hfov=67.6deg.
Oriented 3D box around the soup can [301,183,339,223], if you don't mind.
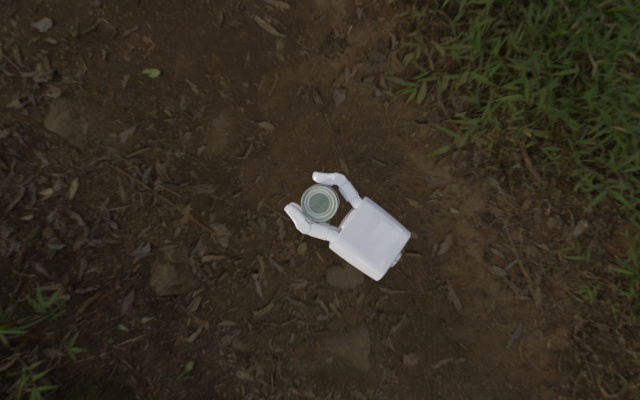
[{"bbox_3d":[0.000,0.002,0.875,0.068,0.068,0.102,0,4,2],"label":"soup can"}]
